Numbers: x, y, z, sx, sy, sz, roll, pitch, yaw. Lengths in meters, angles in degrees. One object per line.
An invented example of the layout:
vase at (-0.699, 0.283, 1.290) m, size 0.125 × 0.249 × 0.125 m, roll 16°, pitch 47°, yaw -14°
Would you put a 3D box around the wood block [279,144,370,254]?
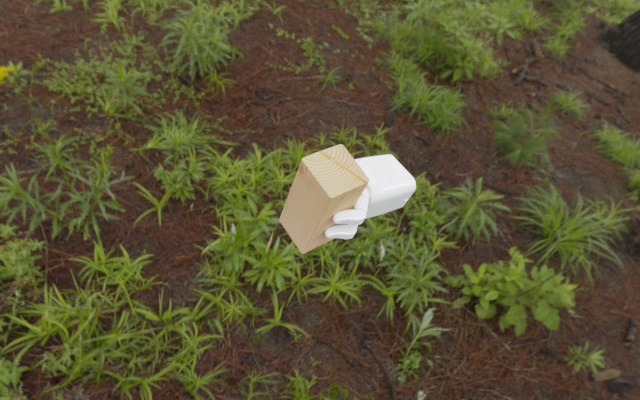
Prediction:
wood block at (0.000, 0.002, 0.887) m, size 0.090 × 0.090 × 0.206 m, roll -24°, pitch -23°, yaw -29°
